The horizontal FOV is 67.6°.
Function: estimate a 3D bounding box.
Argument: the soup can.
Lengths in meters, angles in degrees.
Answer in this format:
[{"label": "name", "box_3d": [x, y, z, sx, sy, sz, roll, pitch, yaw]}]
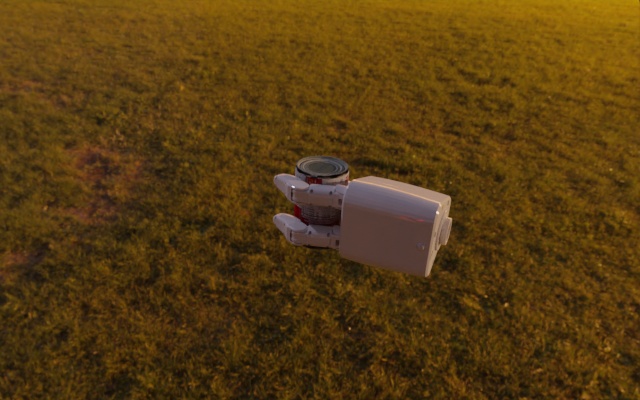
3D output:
[{"label": "soup can", "box_3d": [0.000, 0.002, 0.607, 0.068, 0.102, 0.068, 2, 26, -1]}]
